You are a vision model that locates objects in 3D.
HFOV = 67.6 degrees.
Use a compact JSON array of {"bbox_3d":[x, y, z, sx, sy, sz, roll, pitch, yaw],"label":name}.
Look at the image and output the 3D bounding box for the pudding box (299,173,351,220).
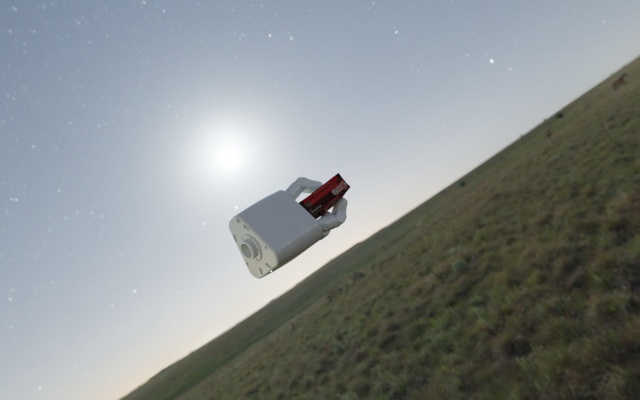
[{"bbox_3d":[0.000,0.003,0.855,0.090,0.039,0.113,-36,-4,-15],"label":"pudding box"}]
